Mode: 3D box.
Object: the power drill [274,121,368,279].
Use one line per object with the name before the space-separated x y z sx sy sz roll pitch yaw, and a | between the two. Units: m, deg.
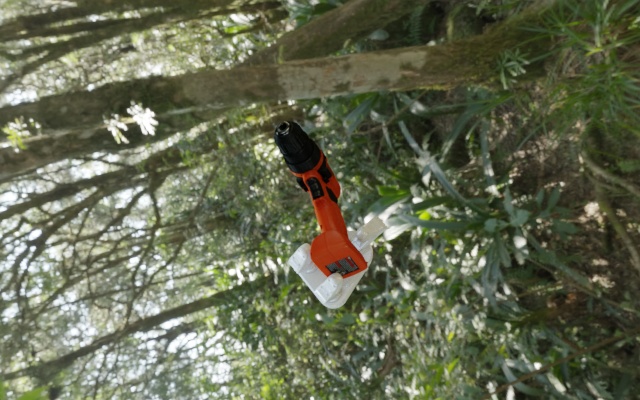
power drill | 0.000 0.003 0.648 0.057 0.187 0.184 -23 -34 12
